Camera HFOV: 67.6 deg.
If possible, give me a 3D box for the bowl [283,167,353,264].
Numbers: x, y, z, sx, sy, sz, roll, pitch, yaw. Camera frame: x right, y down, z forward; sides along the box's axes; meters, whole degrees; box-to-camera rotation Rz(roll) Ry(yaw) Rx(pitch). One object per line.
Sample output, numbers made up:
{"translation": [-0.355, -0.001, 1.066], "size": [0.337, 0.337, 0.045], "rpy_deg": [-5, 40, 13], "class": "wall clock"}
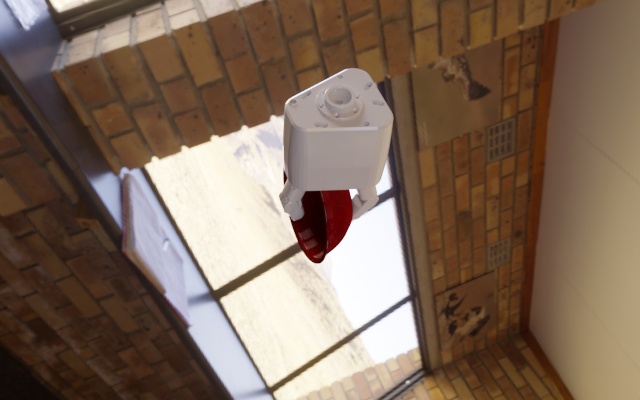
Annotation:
{"translation": [0.000, 0.003, 0.653], "size": [0.055, 0.162, 0.162], "rpy_deg": [-12, 4, -20], "class": "bowl"}
